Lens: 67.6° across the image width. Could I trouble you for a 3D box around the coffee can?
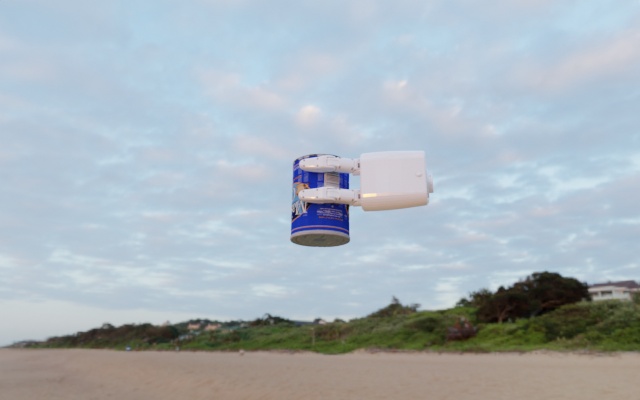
[{"bbox_3d":[0.000,0.003,0.834,0.103,0.140,0.103,1,-17,0],"label":"coffee can"}]
